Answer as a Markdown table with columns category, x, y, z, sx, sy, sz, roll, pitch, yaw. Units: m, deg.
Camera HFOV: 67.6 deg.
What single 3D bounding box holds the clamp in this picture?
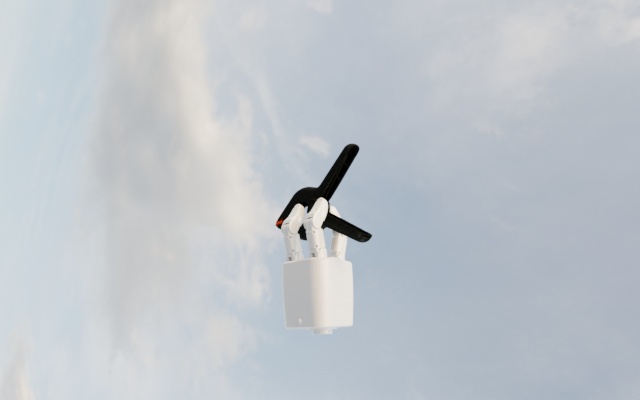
| category | x | y | z | sx | sy | sz | roll | pitch | yaw |
| --- | --- | --- | --- | --- | --- | --- | --- | --- | --- |
| clamp | 0.000 | 0.003 | 0.811 | 0.036 | 0.164 | 0.210 | 14 | -21 | -42 |
